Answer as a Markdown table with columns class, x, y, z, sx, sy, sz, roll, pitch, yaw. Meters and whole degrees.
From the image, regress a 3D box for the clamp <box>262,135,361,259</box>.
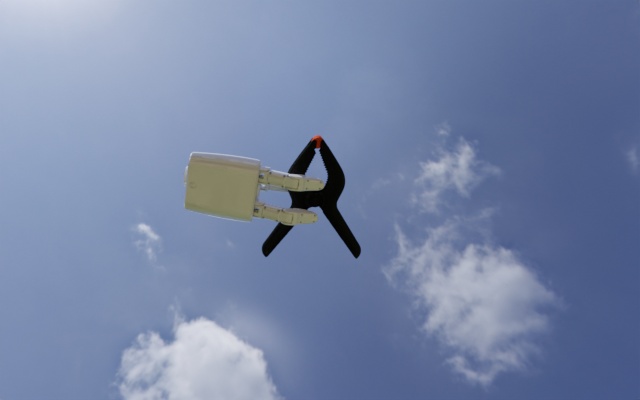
| class | x | y | z | sx | sy | sz | roll | pitch | yaw |
| --- | --- | --- | --- | --- | --- | --- | --- | --- | --- |
| clamp | 0.000 | 0.002 | 0.775 | 0.164 | 0.210 | 0.036 | 8 | 14 | -9 |
